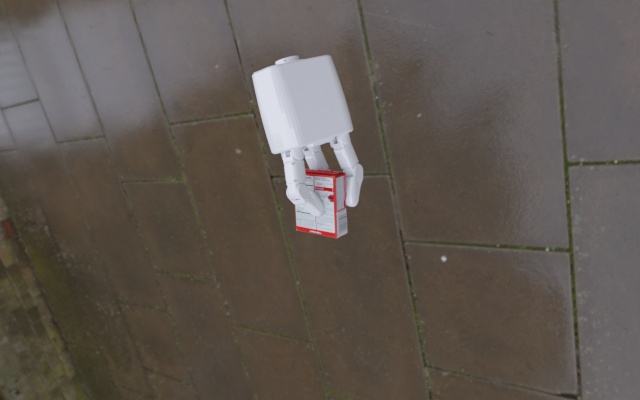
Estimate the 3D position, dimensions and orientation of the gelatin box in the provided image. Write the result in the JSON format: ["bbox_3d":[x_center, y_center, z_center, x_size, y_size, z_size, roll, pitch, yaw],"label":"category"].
[{"bbox_3d":[0.000,0.003,0.662,0.073,0.089,0.030,8,17,37],"label":"gelatin box"}]
